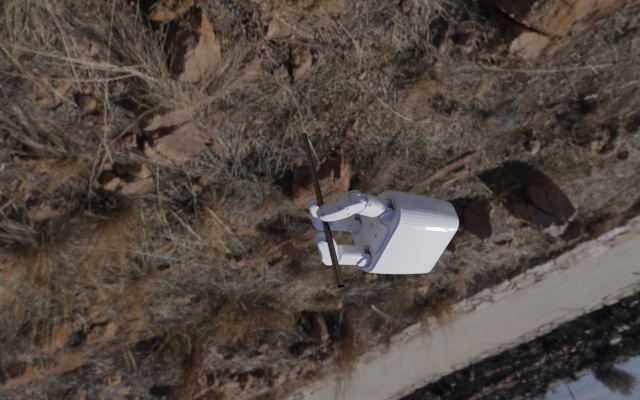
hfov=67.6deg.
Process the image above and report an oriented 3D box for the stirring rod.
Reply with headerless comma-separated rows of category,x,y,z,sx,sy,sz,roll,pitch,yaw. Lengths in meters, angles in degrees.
stirring rod,0.000,0.002,0.613,0.011,0.239,0.011,-9,-35,-6
